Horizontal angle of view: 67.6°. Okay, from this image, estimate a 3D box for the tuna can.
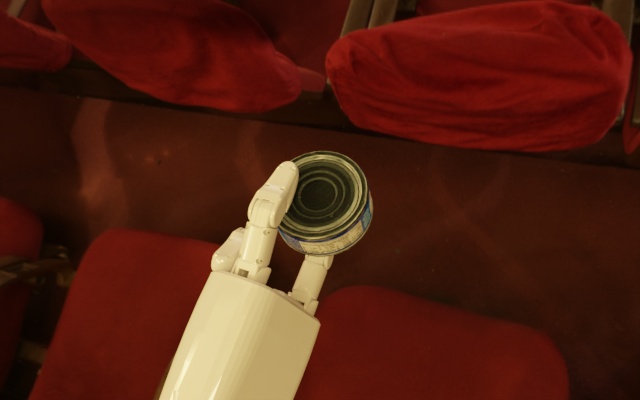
[{"bbox_3d":[0.000,0.001,0.400,0.086,0.086,0.034,0,-29,12],"label":"tuna can"}]
